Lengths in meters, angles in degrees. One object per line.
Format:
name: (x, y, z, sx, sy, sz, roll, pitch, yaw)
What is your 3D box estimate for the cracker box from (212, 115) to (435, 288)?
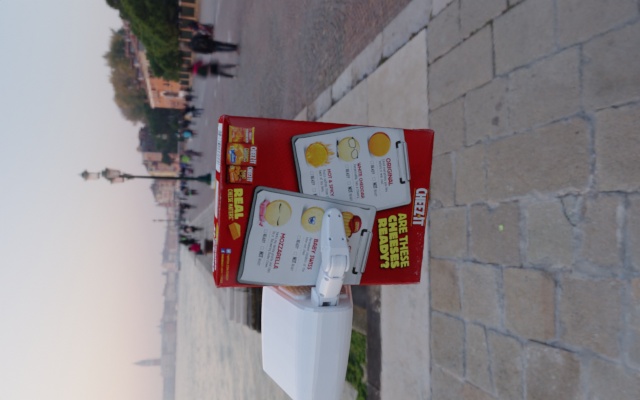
cracker box: (0.000, 0.002, 0.494, 0.214, 0.164, 0.072, 1, 9, -16)
